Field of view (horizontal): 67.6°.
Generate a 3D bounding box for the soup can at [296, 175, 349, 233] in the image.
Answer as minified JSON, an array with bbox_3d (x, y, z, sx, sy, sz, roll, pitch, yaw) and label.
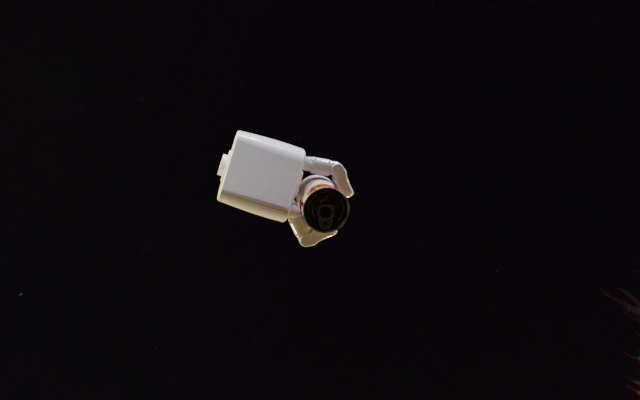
[{"bbox_3d":[0.001,0.002,0.728,0.068,0.068,0.102,0,14,-10],"label":"soup can"}]
